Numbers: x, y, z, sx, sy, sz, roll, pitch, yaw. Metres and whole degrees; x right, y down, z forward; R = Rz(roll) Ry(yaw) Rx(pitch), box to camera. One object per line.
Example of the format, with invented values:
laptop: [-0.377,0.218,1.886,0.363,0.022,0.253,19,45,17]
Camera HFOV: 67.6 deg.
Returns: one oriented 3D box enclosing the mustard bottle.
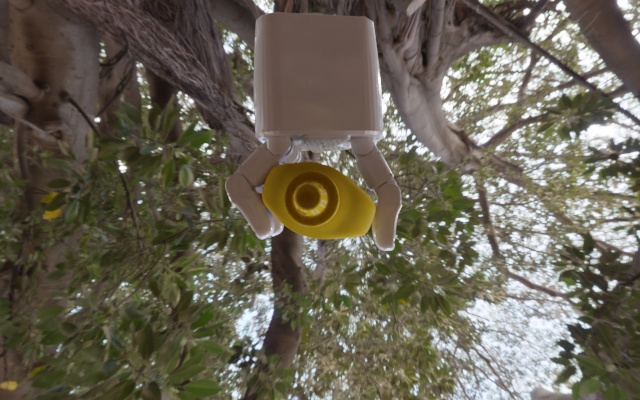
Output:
mustard bottle: [0.000,0.002,0.419,0.096,0.058,0.191,22,-1,6]
